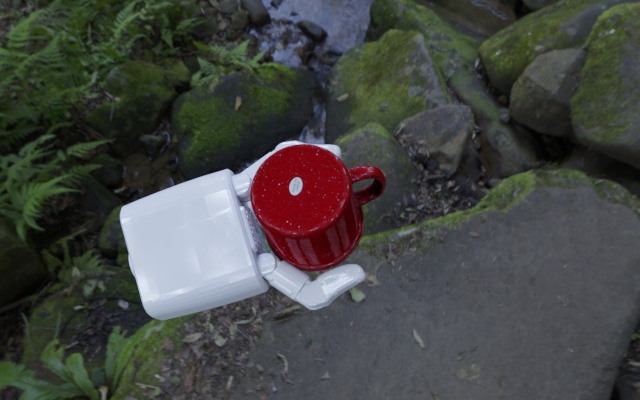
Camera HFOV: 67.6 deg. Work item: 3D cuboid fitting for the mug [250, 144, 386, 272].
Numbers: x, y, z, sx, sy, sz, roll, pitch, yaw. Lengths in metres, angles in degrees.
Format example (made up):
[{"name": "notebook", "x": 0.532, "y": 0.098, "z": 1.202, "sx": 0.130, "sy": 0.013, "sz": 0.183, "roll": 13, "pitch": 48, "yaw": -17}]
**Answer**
[{"name": "mug", "x": 0.001, "y": 0.001, "z": 0.405, "sx": 0.117, "sy": 0.093, "sz": 0.081, "roll": -19, "pitch": -24, "yaw": 0}]
